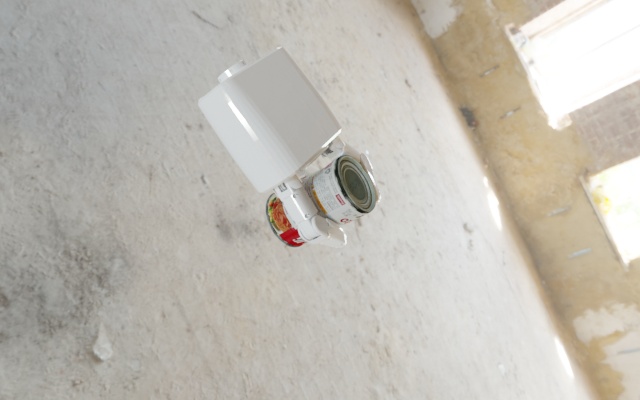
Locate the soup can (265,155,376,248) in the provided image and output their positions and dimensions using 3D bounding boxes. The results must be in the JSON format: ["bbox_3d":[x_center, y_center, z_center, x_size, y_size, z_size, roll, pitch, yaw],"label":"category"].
[{"bbox_3d":[0.001,0.002,0.517,0.102,0.068,0.068,-28,-15,31],"label":"soup can"}]
